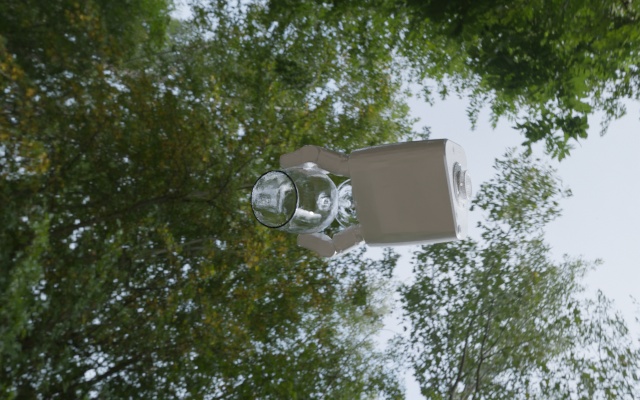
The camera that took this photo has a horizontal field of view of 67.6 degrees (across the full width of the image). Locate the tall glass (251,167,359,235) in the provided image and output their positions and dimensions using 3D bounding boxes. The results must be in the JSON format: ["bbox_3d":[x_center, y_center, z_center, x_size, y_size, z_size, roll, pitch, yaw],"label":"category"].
[{"bbox_3d":[0.000,0.002,0.588,0.079,0.079,0.201,0,-2,30],"label":"tall glass"}]
